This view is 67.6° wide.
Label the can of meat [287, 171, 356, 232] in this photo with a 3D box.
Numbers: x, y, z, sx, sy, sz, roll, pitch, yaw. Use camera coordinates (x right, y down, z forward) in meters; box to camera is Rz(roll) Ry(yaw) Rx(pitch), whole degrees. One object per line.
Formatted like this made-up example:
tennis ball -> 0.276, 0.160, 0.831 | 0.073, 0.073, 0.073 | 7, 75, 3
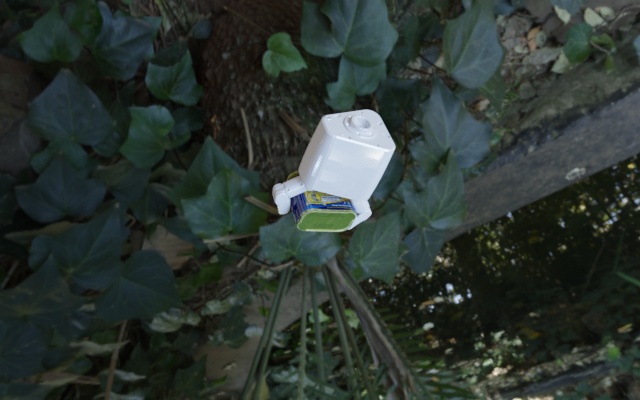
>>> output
can of meat -> 0.000, 0.003, 0.773 | 0.102, 0.084, 0.057 | 2, -42, -25
